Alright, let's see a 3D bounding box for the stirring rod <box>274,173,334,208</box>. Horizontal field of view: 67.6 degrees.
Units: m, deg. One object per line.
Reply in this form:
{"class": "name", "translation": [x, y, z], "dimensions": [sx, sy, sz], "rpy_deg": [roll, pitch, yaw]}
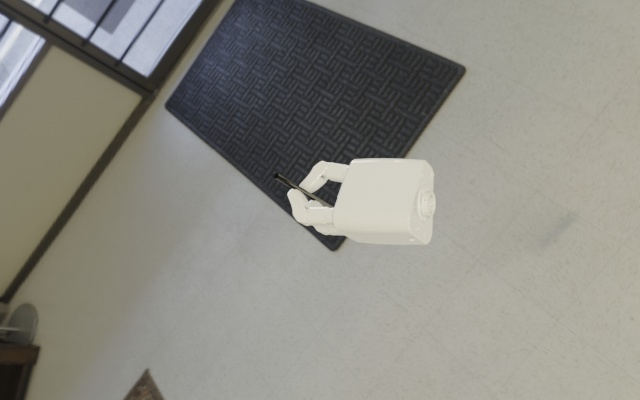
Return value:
{"class": "stirring rod", "translation": [0.000, 0.002, 0.742], "dimensions": [0.011, 0.011, 0.239], "rpy_deg": [0, -17, 31]}
